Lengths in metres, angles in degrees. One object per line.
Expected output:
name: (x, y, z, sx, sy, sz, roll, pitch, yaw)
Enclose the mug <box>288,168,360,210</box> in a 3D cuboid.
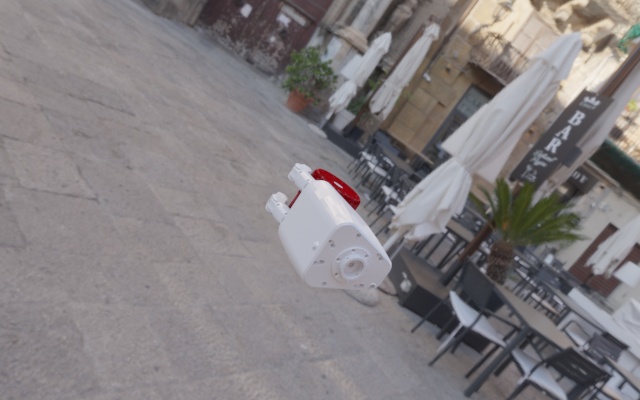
mug: (0.000, 0.001, 0.703, 0.093, 0.081, 0.117, 27, 16, -33)
